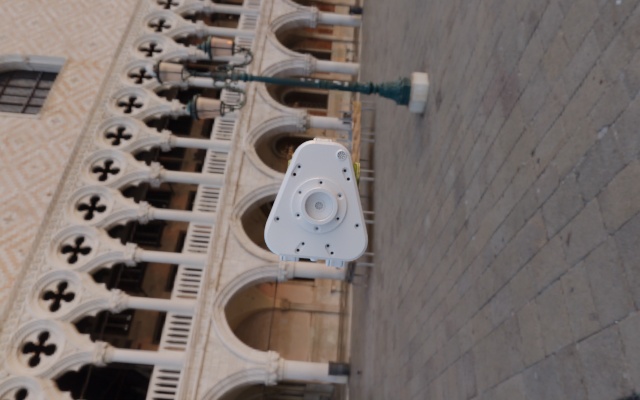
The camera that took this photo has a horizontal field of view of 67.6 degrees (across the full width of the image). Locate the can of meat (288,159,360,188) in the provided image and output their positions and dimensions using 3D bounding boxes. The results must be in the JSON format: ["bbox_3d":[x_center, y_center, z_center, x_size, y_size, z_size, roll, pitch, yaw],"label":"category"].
[{"bbox_3d":[0.000,0.002,0.575,0.084,0.102,0.057,5,6,-1],"label":"can of meat"}]
